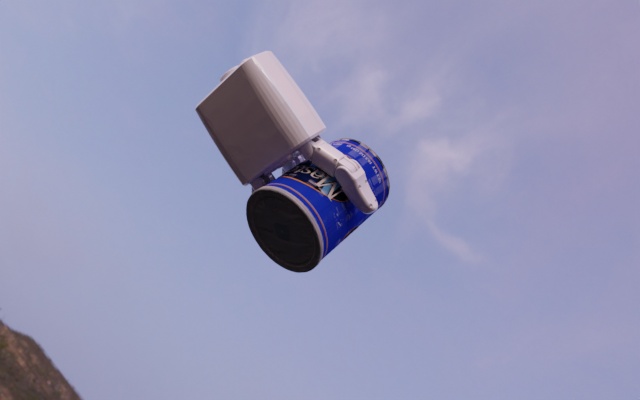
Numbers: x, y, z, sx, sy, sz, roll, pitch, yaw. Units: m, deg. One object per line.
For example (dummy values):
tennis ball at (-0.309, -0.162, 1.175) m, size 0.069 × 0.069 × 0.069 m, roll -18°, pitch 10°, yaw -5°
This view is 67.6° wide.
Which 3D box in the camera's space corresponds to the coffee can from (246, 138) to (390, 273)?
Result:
coffee can at (0.000, 0.002, 0.548) m, size 0.103 × 0.103 × 0.140 m, roll 0°, pitch 27°, yaw 42°
